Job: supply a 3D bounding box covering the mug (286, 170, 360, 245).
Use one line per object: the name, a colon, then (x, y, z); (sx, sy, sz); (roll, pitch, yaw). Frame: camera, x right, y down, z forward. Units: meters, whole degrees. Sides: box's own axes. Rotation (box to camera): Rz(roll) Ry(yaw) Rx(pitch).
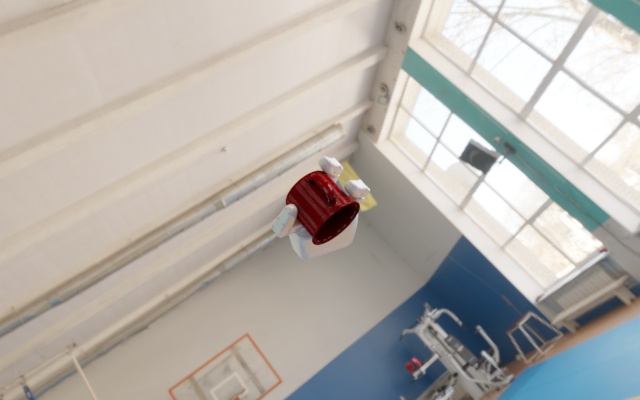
mug: (0.000, 0.002, 0.725); (0.093, 0.081, 0.117); (-34, -23, -17)
